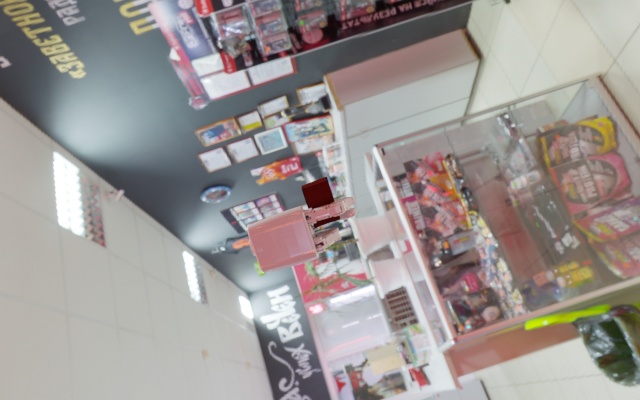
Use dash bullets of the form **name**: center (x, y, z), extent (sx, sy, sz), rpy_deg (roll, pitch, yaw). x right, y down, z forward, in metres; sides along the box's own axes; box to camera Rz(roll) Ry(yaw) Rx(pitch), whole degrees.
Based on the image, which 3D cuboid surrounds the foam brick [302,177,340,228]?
- **foam brick**: center (0.000, 0.003, 0.880), extent (0.051, 0.078, 0.053), rpy_deg (-18, 9, 2)
